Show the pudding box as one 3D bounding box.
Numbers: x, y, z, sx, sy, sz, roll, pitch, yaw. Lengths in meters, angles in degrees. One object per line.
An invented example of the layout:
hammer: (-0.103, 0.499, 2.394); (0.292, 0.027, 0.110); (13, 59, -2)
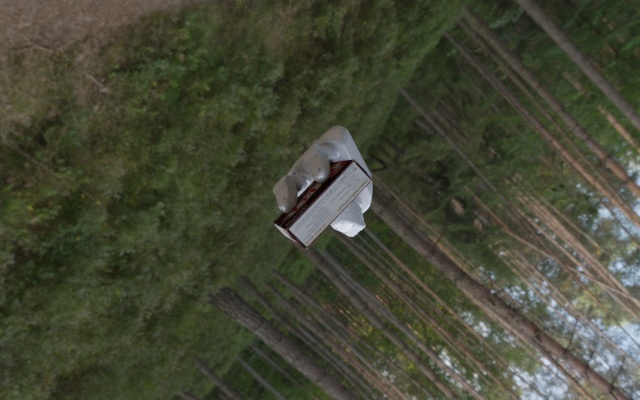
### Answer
pudding box: (0.000, 0.002, 0.567); (0.039, 0.113, 0.090); (43, -8, -11)
